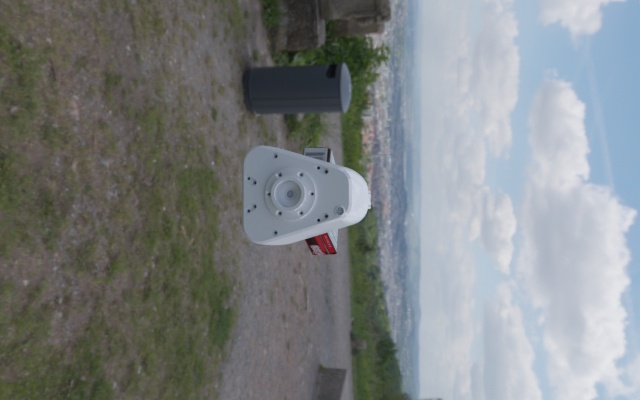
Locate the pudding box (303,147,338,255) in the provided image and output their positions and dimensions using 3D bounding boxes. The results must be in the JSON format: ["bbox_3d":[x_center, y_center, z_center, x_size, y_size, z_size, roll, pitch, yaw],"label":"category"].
[{"bbox_3d":[0.000,0.002,0.611,0.039,0.113,0.090,0,-30,12],"label":"pudding box"}]
